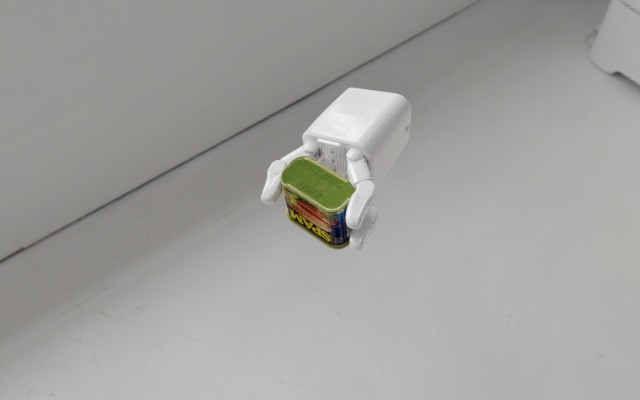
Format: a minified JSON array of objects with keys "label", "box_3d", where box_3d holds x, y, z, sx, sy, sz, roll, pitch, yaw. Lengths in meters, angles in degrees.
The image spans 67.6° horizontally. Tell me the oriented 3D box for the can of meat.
[{"label":"can of meat","box_3d":[0.000,0.002,0.599,0.102,0.057,0.084,32,-25,25]}]
